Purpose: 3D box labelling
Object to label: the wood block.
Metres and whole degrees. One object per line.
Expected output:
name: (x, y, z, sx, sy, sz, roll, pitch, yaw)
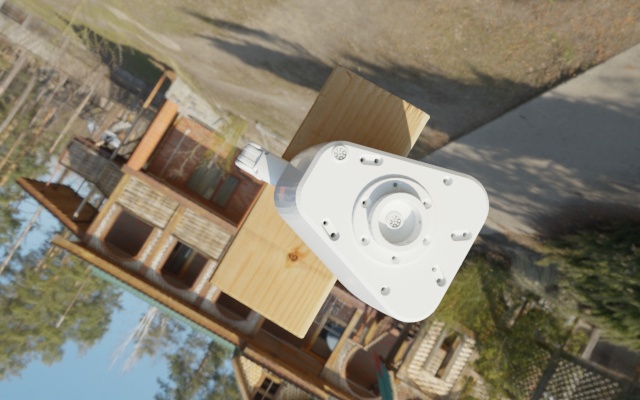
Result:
wood block: (0.000, 0.001, 0.424, 0.091, 0.206, 0.090, 30, -4, 3)
